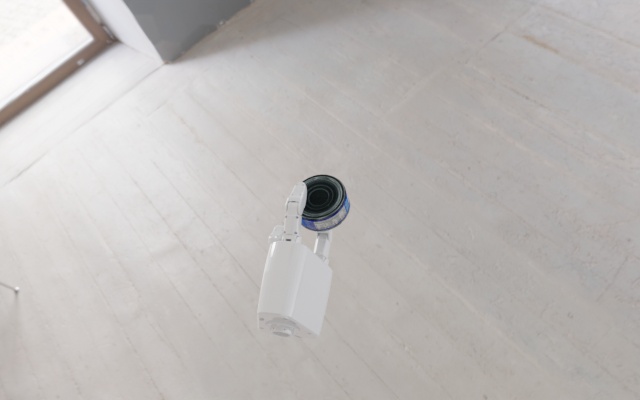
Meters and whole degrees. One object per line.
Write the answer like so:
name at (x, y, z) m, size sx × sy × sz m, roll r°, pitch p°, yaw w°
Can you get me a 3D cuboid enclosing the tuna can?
tuna can at (0.000, 0.002, 0.724) m, size 0.086 × 0.086 × 0.034 m, roll 0°, pitch -34°, yaw 16°
